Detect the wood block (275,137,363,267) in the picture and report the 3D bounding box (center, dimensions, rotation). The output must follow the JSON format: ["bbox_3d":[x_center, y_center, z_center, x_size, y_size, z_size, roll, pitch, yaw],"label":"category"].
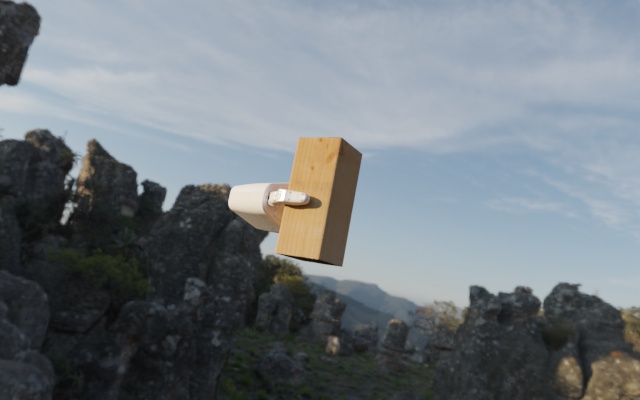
[{"bbox_3d":[0.000,0.002,0.830,0.090,0.206,0.091,4,-12,31],"label":"wood block"}]
